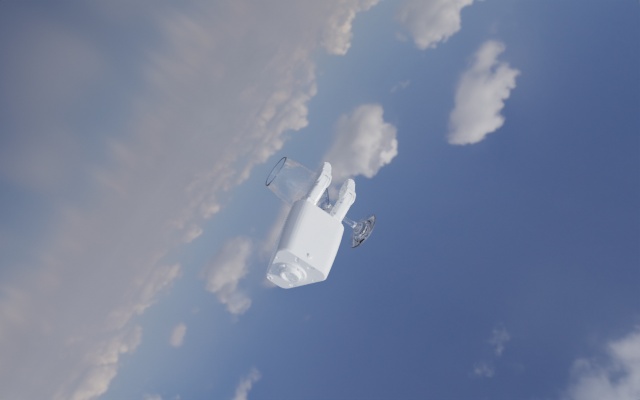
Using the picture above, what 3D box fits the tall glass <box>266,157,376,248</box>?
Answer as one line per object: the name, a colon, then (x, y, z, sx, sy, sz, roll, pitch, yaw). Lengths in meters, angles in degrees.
tall glass: (0.001, 0.003, 0.860, 0.201, 0.079, 0.079, 35, -11, -16)
